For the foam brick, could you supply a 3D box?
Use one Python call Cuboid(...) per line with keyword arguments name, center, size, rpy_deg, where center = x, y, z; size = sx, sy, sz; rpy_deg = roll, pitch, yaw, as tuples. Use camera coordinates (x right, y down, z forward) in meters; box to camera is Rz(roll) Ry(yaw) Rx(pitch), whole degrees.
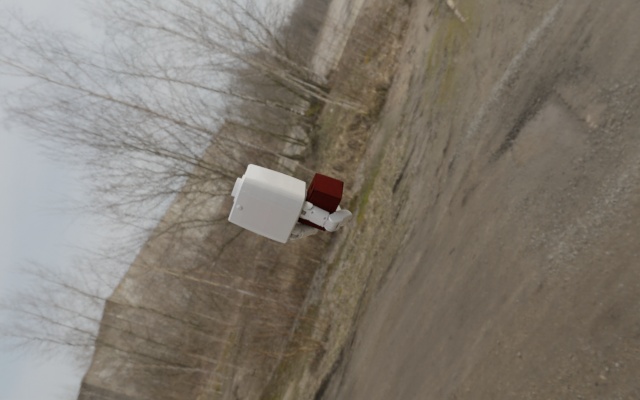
Cuboid(name="foam brick", center=(0.000, 0.002, 0.810), size=(0.051, 0.078, 0.053), rpy_deg=(21, 35, -8))
